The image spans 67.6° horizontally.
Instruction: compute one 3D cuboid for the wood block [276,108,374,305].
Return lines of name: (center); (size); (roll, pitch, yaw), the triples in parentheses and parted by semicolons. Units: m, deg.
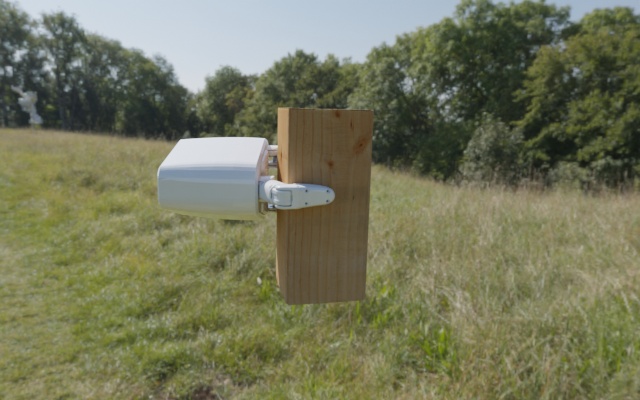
wood block: (0.000, 0.002, 0.536); (0.090, 0.206, 0.091); (-1, 11, -13)
